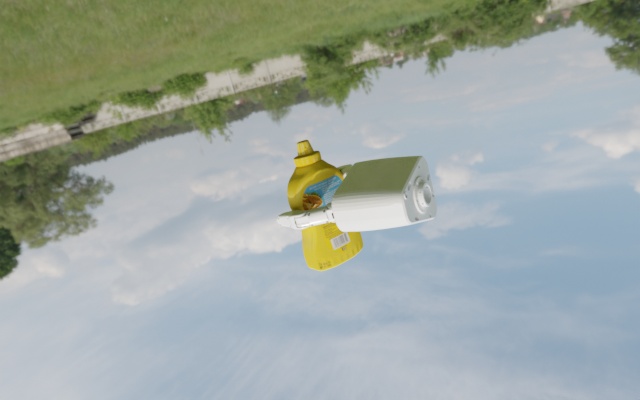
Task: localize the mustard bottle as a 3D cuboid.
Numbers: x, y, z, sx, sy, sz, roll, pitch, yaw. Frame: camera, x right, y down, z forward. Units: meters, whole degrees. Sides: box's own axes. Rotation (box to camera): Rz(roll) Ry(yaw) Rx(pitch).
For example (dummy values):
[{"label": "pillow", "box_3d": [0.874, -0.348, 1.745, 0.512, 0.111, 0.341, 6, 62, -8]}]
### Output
[{"label": "mustard bottle", "box_3d": [0.000, 0.003, 0.723, 0.096, 0.192, 0.058, -24, 16, -29]}]
